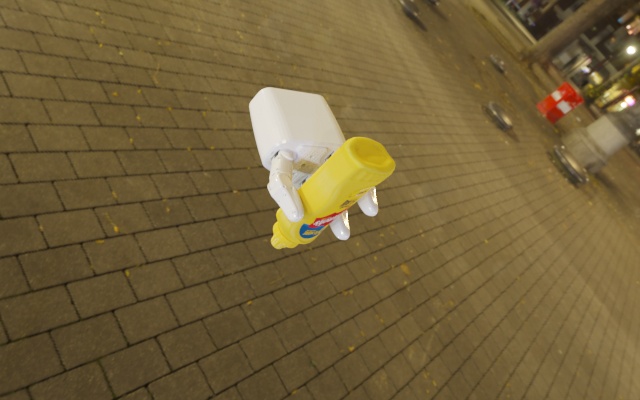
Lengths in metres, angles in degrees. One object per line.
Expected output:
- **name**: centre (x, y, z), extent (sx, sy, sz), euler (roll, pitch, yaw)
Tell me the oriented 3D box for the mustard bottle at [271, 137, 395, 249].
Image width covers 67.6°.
- **mustard bottle**: centre (0.000, 0.002, 0.596), extent (0.192, 0.058, 0.096), euler (-42, -16, 30)
